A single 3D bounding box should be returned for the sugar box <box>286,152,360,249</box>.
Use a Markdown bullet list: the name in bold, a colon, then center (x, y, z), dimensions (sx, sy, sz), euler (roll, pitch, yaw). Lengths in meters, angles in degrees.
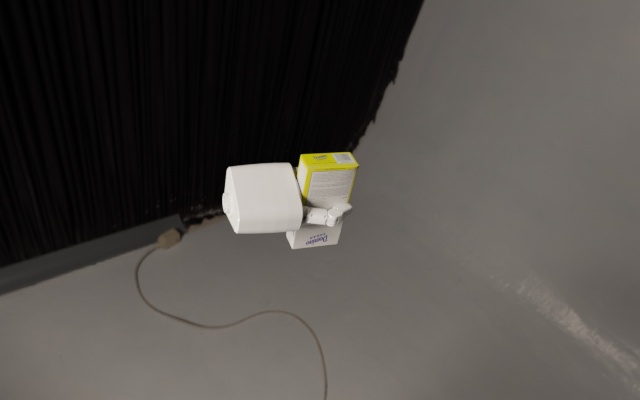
- **sugar box**: center (0.000, 0.002, 0.822), dimensions (0.093, 0.176, 0.048), euler (-4, 42, -23)
